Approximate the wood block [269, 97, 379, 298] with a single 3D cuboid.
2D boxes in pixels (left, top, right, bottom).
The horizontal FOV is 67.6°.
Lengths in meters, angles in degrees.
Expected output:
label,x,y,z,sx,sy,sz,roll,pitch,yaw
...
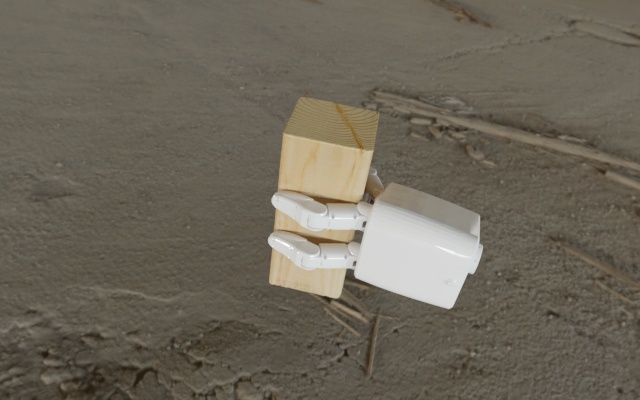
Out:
label,x,y,z,sx,sy,sz,roll,pitch,yaw
wood block,0.001,0.002,0.543,0.090,0.206,0.090,12,36,3
